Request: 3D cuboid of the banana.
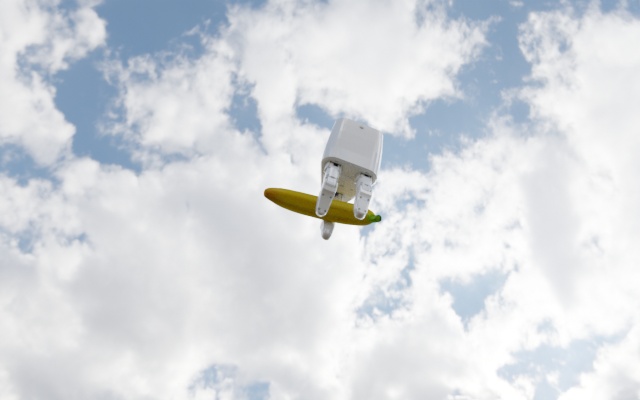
[{"bbox_3d":[0.006,0.010,0.789,0.198,0.037,0.070,11,-19,12],"label":"banana"}]
